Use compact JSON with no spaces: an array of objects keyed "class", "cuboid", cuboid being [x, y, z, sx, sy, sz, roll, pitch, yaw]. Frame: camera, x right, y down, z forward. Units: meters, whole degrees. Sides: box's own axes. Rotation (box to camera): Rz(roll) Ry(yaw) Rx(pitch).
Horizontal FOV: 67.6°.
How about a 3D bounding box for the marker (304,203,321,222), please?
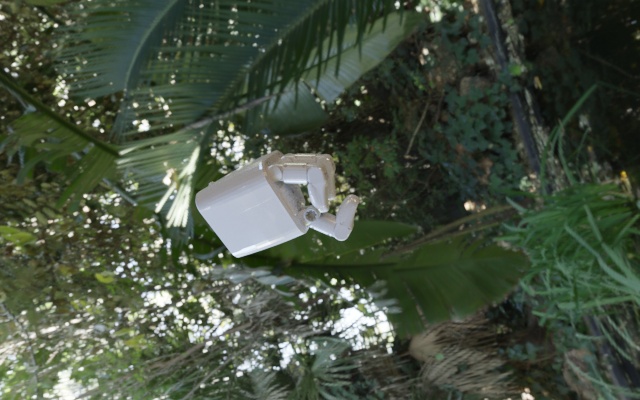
[{"class":"marker","cuboid":[0.000,0.002,0.634,0.020,0.020,0.121,0,16,11]}]
